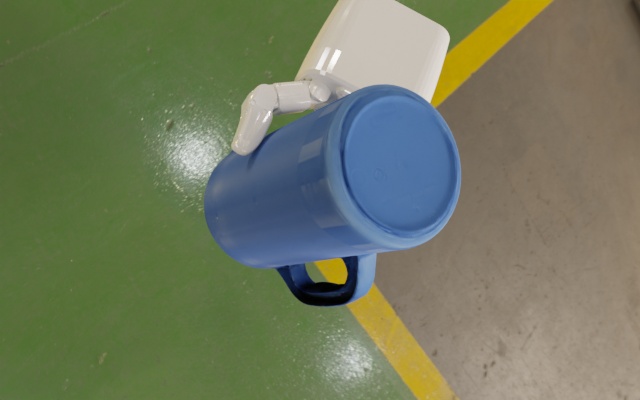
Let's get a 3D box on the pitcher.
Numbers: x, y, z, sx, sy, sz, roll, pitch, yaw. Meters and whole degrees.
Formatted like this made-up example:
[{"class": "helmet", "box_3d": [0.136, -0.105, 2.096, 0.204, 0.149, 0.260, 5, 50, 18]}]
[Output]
[{"class": "pitcher", "box_3d": [0.000, 0.001, 0.404, 0.149, 0.145, 0.243, 31, -20, -21]}]
